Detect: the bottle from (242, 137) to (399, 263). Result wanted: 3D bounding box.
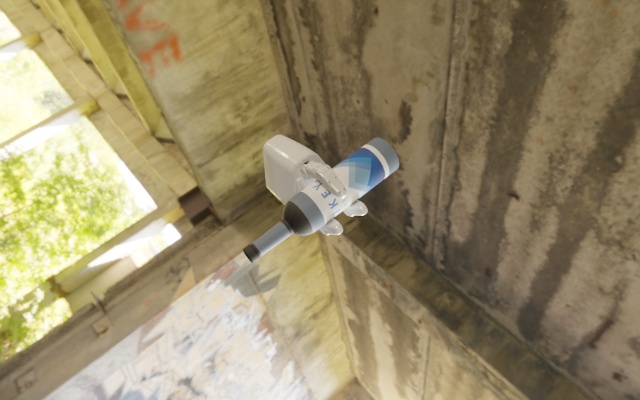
[{"bbox_3d":[0.000,0.002,0.778,0.295,0.069,0.069,-37,13,-18],"label":"bottle"}]
